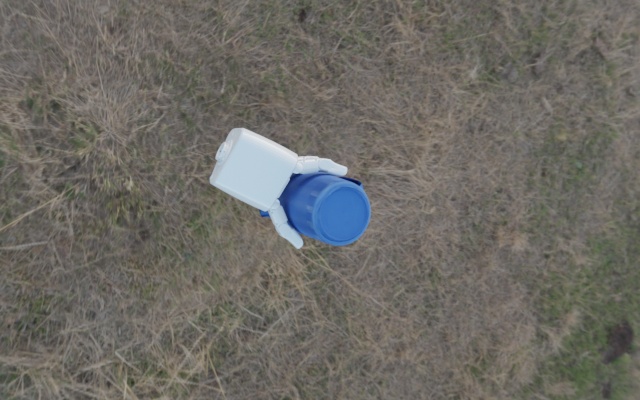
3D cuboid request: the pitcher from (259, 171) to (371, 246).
[{"bbox_3d":[0.000,0.003,0.881,0.145,0.149,0.243,28,-4,-24],"label":"pitcher"}]
